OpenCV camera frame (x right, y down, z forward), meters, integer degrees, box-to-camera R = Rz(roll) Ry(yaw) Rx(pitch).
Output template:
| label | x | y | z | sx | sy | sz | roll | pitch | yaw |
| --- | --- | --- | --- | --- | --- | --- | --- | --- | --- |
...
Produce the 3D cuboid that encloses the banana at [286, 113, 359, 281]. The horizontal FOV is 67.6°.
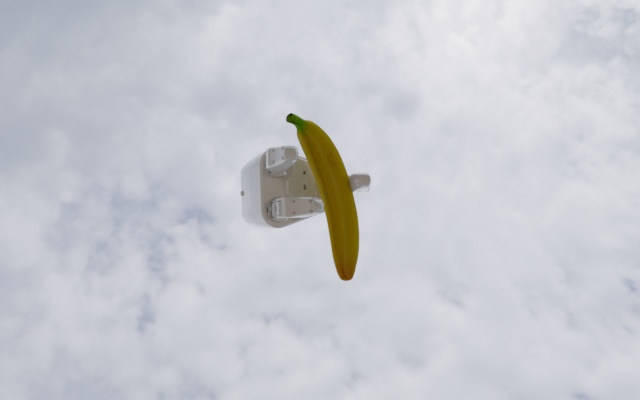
| label | x | y | z | sx | sy | sz | roll | pitch | yaw |
| --- | --- | --- | --- | --- | --- | --- | --- | --- | --- |
| banana | 0.010 | -0.008 | 0.546 | 0.037 | 0.198 | 0.069 | -11 | 14 | 40 |
